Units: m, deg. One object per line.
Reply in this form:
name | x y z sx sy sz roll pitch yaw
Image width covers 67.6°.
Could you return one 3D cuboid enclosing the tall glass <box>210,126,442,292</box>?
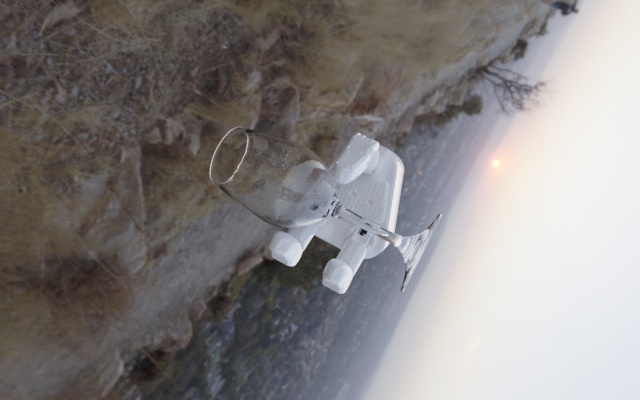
tall glass | 0.001 0.002 0.429 0.201 0.079 0.079 27 7 13
